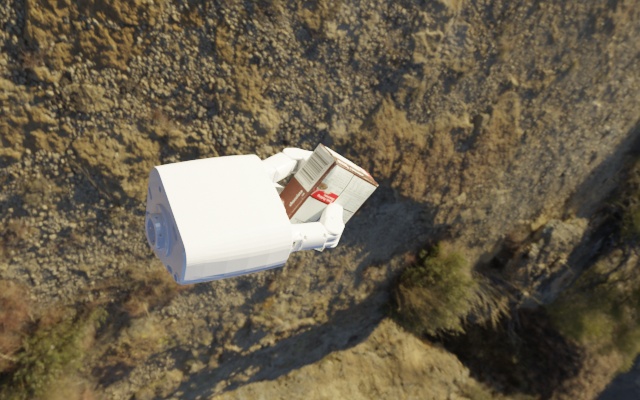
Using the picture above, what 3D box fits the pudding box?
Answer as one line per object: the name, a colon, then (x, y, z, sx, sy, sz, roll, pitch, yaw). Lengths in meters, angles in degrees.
pudding box: (0.000, 0.002, 0.548, 0.090, 0.113, 0.039, 24, 22, -50)
